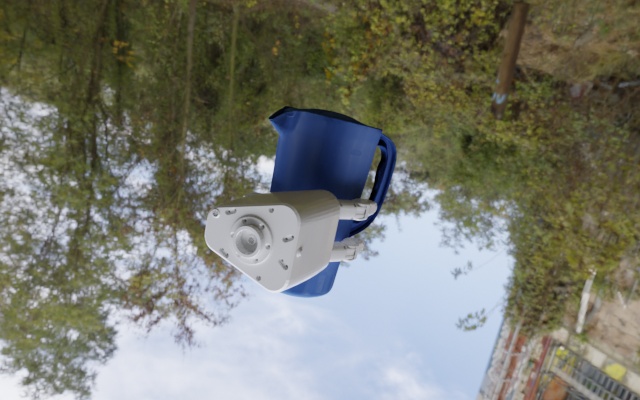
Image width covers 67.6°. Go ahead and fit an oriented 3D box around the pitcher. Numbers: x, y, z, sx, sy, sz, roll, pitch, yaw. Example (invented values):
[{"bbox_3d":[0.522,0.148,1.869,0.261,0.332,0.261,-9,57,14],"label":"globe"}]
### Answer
[{"bbox_3d":[0.000,0.002,0.647,0.149,0.243,0.145,17,12,18],"label":"pitcher"}]
